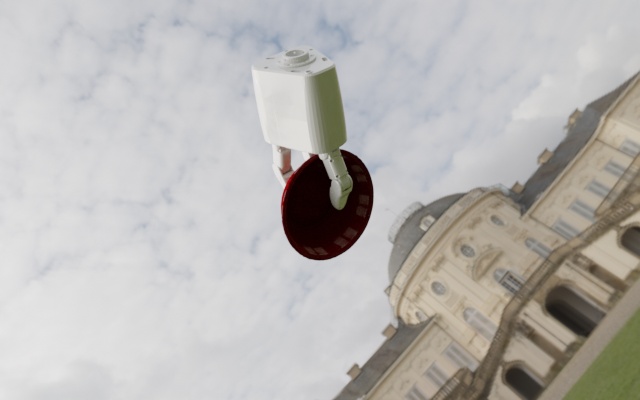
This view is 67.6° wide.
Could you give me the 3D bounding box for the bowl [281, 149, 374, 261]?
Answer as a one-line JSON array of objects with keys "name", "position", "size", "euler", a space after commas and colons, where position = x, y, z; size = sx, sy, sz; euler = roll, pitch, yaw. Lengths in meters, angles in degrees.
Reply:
[{"name": "bowl", "position": [0.000, 0.003, 0.692], "size": [0.162, 0.162, 0.055], "euler": [0, 12, -37]}]
